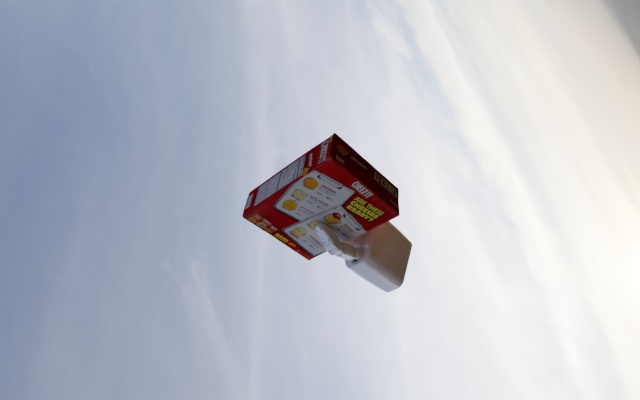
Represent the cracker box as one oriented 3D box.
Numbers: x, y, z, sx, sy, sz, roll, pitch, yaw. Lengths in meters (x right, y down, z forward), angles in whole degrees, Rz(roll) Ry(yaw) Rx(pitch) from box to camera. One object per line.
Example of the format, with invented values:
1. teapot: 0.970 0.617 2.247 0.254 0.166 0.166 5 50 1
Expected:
1. cracker box: 0.000 0.003 0.811 0.214 0.072 0.164 -31 -55 34
